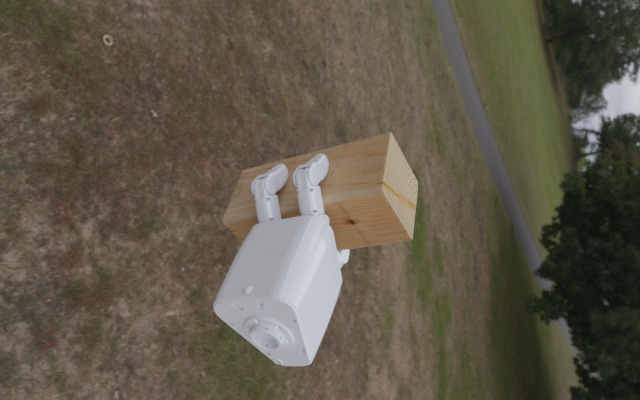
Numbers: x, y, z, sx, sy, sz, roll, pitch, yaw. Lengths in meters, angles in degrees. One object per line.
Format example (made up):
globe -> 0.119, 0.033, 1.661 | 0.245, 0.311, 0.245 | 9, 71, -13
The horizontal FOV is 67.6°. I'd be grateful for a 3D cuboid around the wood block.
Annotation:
wood block -> 0.000, 0.002, 0.569 | 0.206, 0.090, 0.091 | -11, -44, 29
